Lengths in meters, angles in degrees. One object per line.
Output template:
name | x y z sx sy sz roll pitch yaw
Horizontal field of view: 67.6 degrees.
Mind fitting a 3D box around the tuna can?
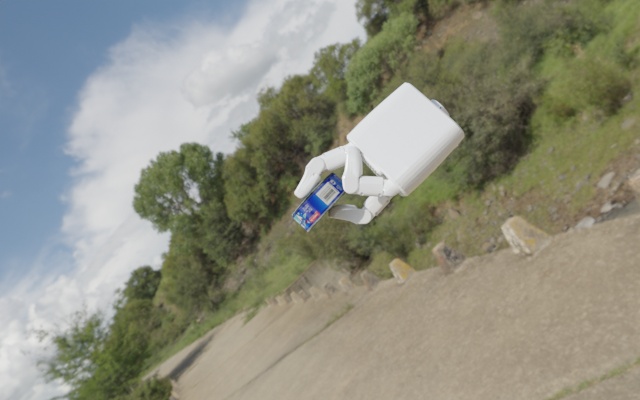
tuna can | 0.000 0.002 0.662 0.034 0.086 0.086 43 1 2
